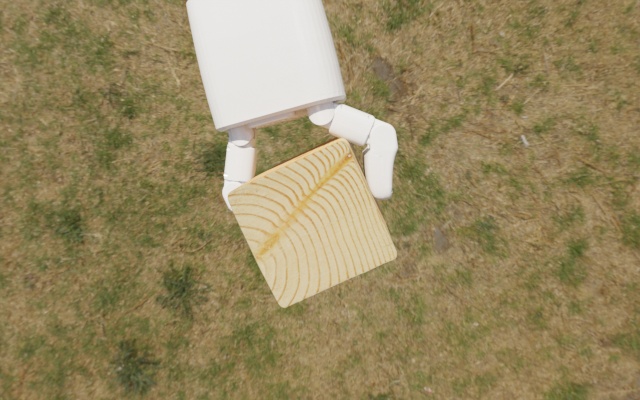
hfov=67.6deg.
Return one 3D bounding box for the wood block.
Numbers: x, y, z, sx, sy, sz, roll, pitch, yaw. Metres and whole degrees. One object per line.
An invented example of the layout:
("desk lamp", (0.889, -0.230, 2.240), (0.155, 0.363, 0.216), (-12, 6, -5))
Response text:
("wood block", (0.000, 0.001, 0.419), (0.091, 0.090, 0.206), (-24, 7, 7))
